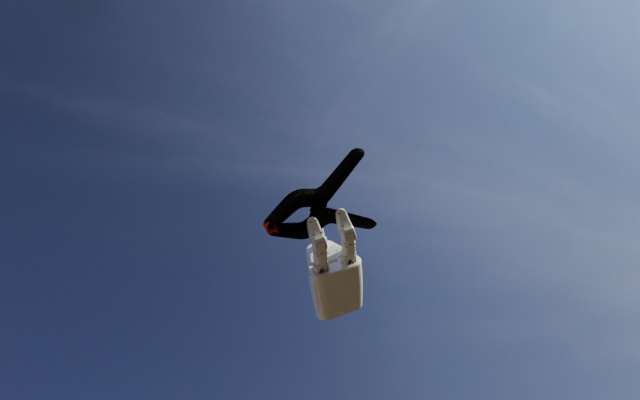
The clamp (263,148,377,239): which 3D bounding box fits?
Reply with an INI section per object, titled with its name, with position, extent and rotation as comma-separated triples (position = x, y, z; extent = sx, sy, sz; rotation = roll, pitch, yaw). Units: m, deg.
[clamp]
position = -0.001, 0.003, 0.833
extent = 0.210, 0.165, 0.036
rotation = -15, 29, -17
